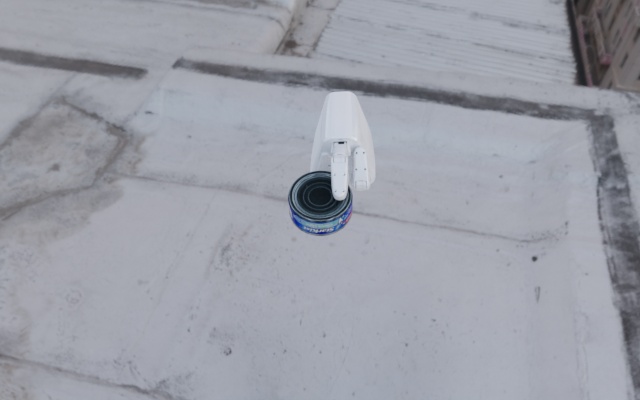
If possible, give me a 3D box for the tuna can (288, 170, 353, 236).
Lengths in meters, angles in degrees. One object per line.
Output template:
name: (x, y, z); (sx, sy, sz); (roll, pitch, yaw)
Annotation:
tuna can: (0.000, 0.002, 0.631); (0.086, 0.086, 0.034); (0, -36, 2)
